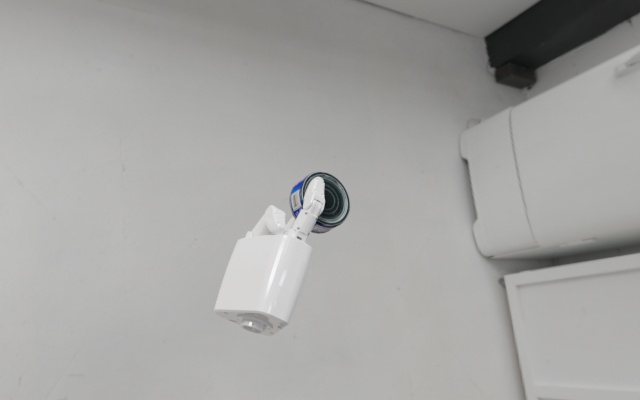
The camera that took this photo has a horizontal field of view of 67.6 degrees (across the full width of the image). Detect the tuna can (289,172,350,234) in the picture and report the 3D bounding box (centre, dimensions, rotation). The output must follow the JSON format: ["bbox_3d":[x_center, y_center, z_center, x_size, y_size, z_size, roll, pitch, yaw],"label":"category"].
[{"bbox_3d":[0.000,0.002,0.688,0.086,0.086,0.034,0,-20,-35],"label":"tuna can"}]
